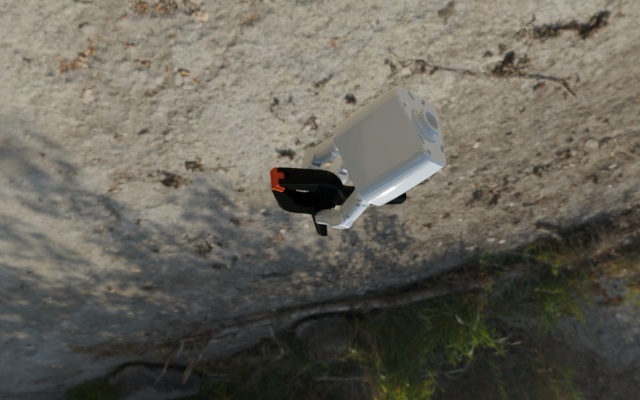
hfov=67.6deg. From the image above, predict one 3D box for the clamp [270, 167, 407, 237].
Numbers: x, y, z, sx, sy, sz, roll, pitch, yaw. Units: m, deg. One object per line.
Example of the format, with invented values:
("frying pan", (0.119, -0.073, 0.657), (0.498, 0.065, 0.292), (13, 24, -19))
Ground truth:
("clamp", (0.000, 0.003, 0.684), (0.210, 0.036, 0.164), (16, -36, -41))
